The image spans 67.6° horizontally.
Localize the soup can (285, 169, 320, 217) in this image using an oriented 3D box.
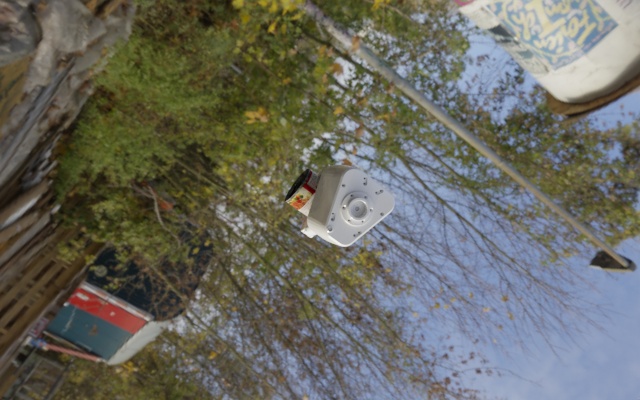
[{"bbox_3d":[0.000,0.003,0.812,0.102,0.068,0.068,36,-10,-13],"label":"soup can"}]
